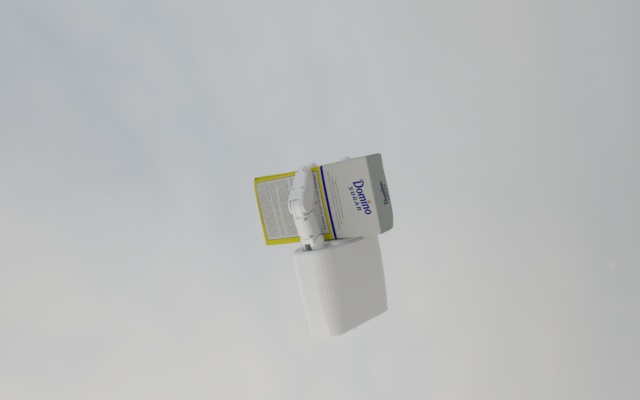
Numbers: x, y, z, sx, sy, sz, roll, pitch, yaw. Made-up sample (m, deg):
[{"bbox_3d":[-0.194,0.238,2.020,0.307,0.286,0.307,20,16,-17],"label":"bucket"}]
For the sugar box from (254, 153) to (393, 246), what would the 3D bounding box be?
[{"bbox_3d":[0.000,0.002,0.600,0.176,0.093,0.048,-8,6,32],"label":"sugar box"}]
